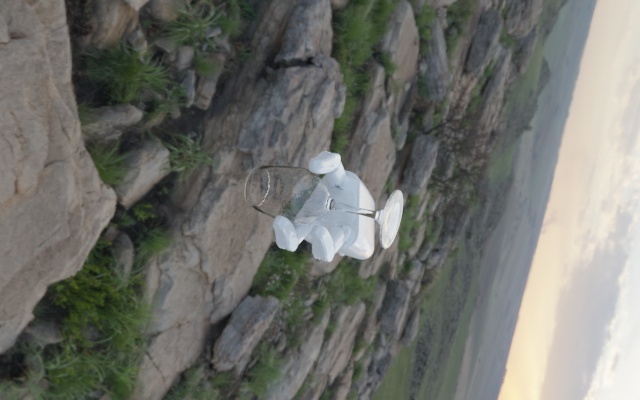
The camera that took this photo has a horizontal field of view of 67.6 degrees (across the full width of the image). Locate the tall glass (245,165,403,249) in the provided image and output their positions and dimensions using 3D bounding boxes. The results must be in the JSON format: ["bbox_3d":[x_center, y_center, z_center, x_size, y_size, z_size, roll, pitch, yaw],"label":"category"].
[{"bbox_3d":[0.001,0.002,0.623,0.201,0.079,0.079,14,6,25],"label":"tall glass"}]
